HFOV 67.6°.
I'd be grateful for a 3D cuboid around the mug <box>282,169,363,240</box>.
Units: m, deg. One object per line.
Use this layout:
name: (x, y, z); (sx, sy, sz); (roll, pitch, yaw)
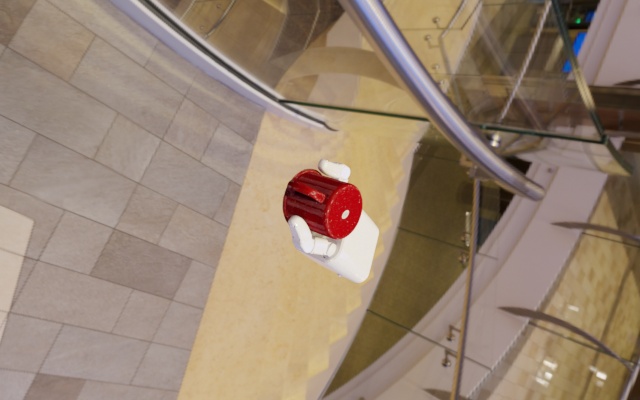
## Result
mug: (0.000, 0.002, 0.676); (0.081, 0.093, 0.117); (18, -14, 40)
